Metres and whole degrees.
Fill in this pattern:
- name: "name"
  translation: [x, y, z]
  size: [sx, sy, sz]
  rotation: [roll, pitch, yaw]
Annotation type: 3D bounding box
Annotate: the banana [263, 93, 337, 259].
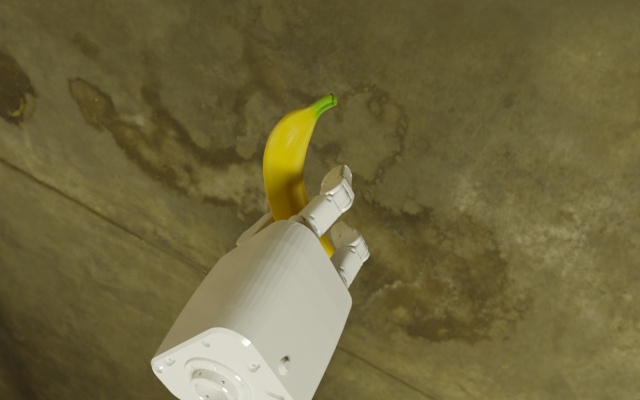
- name: "banana"
  translation: [-0.018, -0.003, 0.453]
  size: [0.069, 0.198, 0.037]
  rotation: [6, 35, 14]
